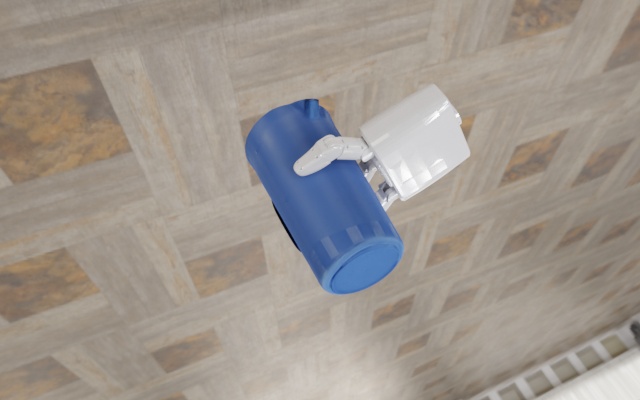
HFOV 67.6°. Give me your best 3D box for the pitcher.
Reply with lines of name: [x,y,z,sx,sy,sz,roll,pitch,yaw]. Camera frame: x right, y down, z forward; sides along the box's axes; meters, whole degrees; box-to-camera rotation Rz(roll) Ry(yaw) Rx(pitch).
pitcher: [0.000,0.002,0.620,0.145,0.242,0.149,-32,-35,5]
